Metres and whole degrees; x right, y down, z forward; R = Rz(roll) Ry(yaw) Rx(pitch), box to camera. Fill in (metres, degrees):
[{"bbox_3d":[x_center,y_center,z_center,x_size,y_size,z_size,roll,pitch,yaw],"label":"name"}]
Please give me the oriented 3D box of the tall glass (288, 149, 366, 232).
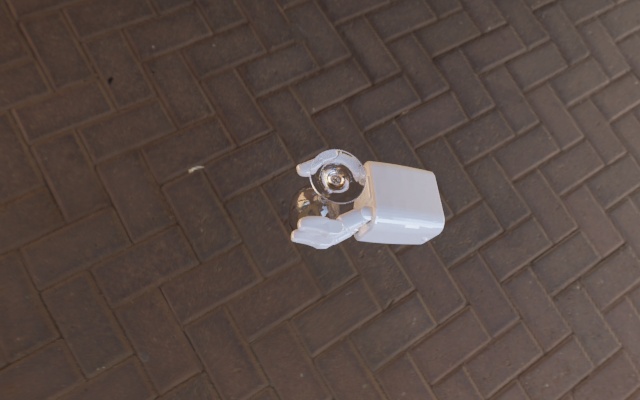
[{"bbox_3d":[0.000,0.002,0.689,0.079,0.079,0.201,0,-19,-14],"label":"tall glass"}]
